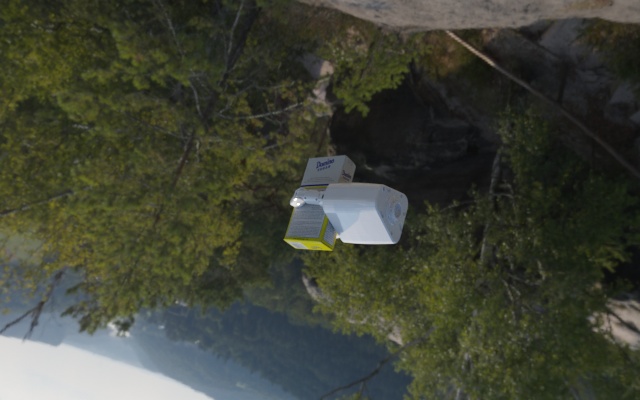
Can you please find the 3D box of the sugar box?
[{"bbox_3d":[0.001,0.003,0.890,0.093,0.176,0.048,0,-29,39],"label":"sugar box"}]
